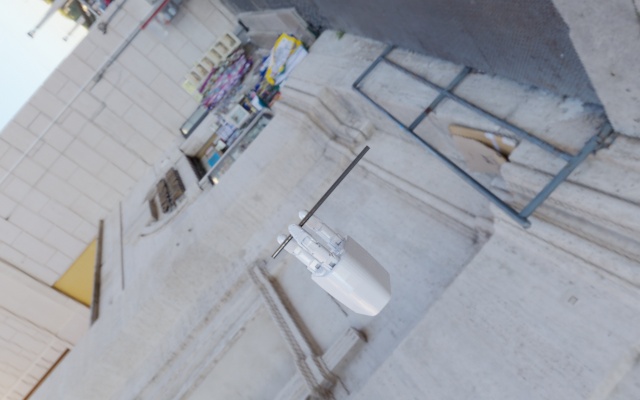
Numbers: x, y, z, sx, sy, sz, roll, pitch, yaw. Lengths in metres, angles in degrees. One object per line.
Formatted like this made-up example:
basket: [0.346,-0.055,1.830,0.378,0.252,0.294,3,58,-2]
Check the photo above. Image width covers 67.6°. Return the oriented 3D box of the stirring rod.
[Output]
stirring rod: [0.000,0.003,0.785,0.011,0.239,0.011,41,0,0]
